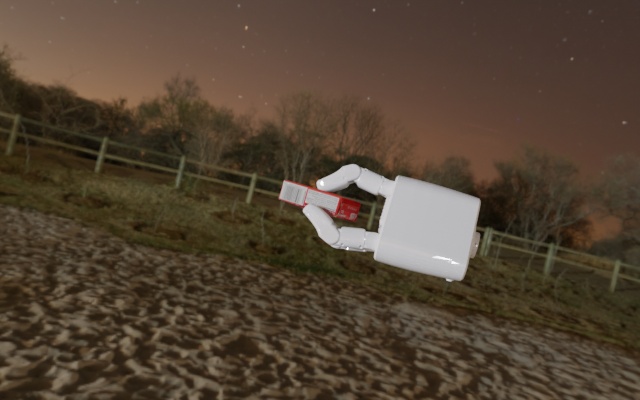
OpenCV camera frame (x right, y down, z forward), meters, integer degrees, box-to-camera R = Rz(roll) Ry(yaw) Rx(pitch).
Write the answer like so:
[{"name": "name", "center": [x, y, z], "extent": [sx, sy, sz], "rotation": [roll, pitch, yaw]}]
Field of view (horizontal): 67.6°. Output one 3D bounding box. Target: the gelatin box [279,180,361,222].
[{"name": "gelatin box", "center": [0.000, 0.002, 0.638], "extent": [0.089, 0.030, 0.073], "rotation": [17, 0, 24]}]
